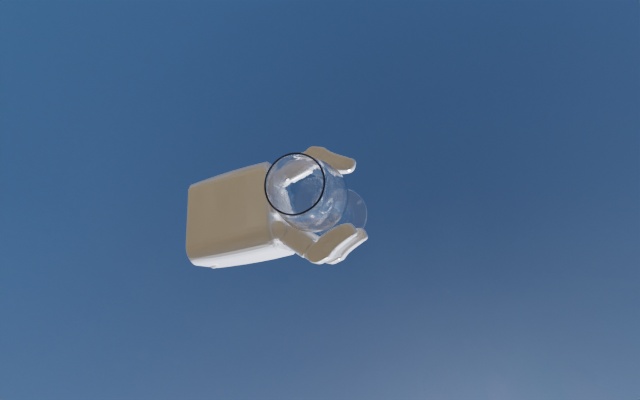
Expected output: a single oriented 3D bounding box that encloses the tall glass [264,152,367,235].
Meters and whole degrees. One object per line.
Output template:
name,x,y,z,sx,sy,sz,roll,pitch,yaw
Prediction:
tall glass,0.000,0.002,0.548,0.079,0.079,0.201,0,-10,15
